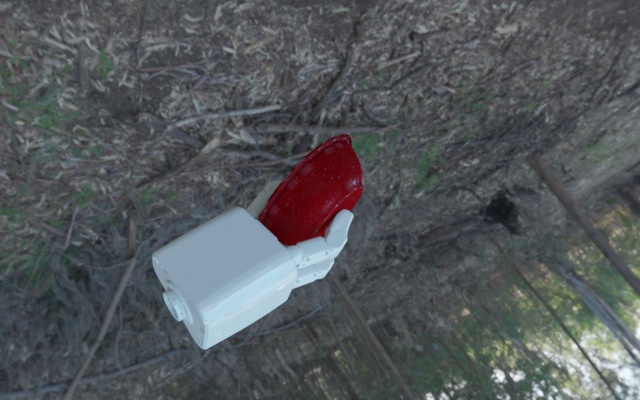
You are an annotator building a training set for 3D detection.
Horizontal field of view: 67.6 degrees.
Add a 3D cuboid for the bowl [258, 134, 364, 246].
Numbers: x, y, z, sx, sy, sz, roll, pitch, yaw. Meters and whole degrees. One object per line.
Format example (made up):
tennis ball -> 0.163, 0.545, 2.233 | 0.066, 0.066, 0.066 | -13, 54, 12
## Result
bowl -> 0.001, 0.001, 0.560 | 0.055, 0.162, 0.162 | 41, 11, 13
